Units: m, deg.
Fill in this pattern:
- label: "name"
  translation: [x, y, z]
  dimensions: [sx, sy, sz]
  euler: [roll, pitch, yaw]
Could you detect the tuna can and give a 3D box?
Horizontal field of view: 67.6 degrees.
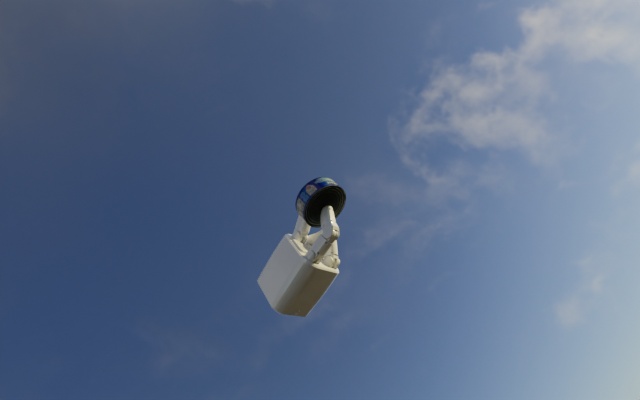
- label: "tuna can"
  translation: [0.000, 0.002, 0.825]
  dimensions: [0.086, 0.086, 0.033]
  euler: [0, 32, -40]
